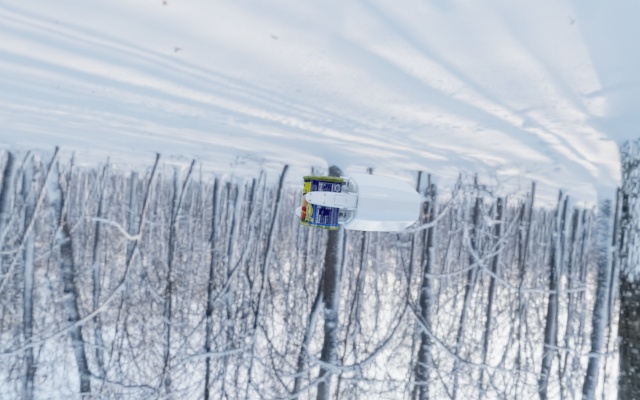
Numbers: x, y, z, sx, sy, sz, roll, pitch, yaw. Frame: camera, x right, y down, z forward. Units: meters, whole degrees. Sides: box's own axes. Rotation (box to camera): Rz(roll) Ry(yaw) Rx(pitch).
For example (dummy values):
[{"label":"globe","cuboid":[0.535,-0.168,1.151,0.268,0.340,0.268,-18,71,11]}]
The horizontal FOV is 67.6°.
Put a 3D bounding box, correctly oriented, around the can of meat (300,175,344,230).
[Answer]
[{"label":"can of meat","cuboid":[0.000,0.003,0.798,0.057,0.084,0.102,5,0,-12]}]
